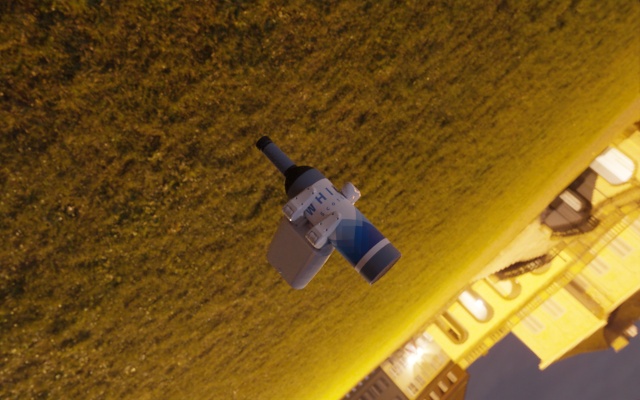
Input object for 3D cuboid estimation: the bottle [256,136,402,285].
[{"bbox_3d":[0.000,0.003,0.753,0.295,0.069,0.069,46,17,17],"label":"bottle"}]
